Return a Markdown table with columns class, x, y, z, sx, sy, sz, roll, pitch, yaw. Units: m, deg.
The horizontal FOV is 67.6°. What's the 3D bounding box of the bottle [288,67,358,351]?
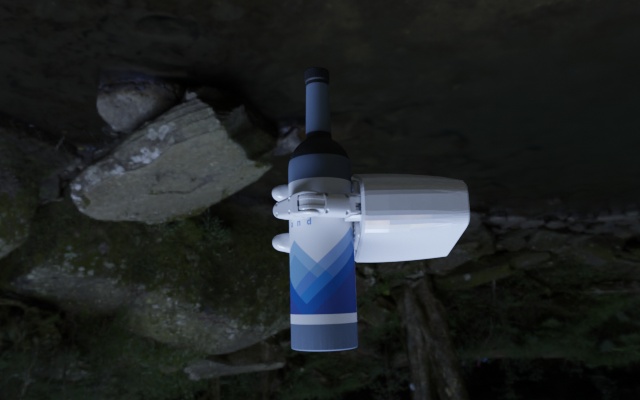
| class | x | y | z | sx | sy | sz | roll | pitch | yaw |
| --- | --- | --- | --- | --- | --- | --- | --- | --- | --- |
| bottle | 0.000 | 0.002 | 0.502 | 0.069 | 0.295 | 0.069 | -2 | -11 | 0 |
